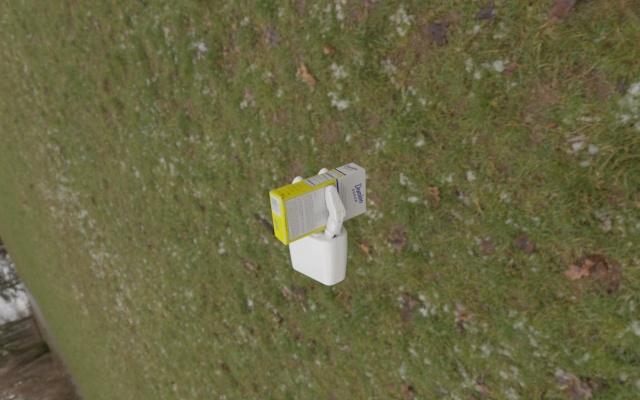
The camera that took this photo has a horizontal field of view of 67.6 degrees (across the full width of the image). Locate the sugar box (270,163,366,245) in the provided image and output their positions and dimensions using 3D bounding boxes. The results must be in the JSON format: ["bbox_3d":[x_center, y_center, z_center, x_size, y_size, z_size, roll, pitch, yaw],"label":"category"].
[{"bbox_3d":[0.000,0.003,0.849,0.176,0.093,0.048,-22,34,-29],"label":"sugar box"}]
